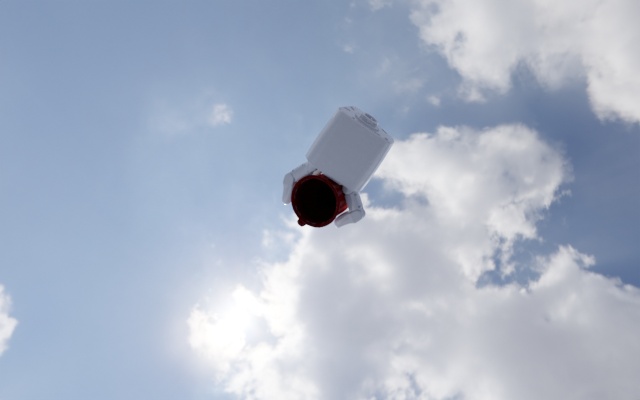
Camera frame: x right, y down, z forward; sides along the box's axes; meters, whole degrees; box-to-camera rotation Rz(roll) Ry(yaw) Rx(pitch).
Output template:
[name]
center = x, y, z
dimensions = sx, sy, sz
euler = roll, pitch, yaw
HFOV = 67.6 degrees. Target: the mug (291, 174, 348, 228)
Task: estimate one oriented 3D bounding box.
[mug]
center = -0.001, 0.004, 0.862
dimensions = 0.093, 0.117, 0.081
euler = 42, 25, 11
